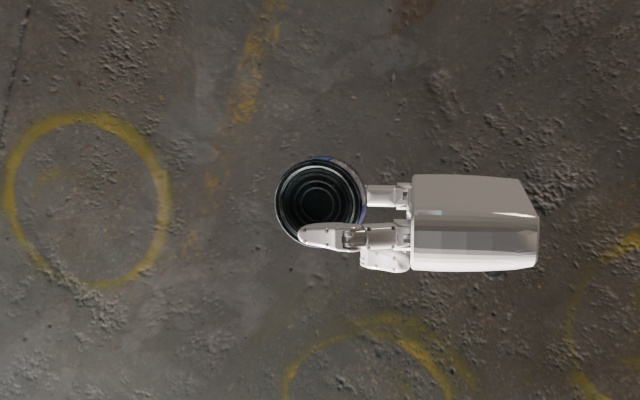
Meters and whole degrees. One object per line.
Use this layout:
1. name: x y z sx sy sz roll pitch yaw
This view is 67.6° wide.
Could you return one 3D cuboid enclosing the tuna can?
1. tuna can: 0.000 0.002 0.456 0.086 0.086 0.033 0 10 14
